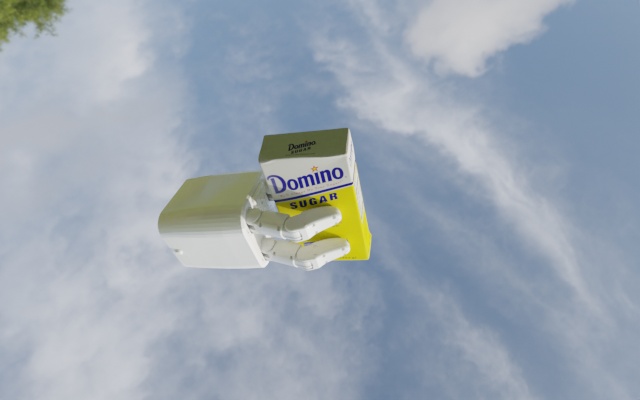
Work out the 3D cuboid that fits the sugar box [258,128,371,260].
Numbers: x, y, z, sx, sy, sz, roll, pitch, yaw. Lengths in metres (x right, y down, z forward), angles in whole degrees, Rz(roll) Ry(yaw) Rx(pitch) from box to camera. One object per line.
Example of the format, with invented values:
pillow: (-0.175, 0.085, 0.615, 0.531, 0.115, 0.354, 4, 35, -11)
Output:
sugar box: (0.000, 0.002, 0.535, 0.093, 0.048, 0.176, -4, -40, 13)
